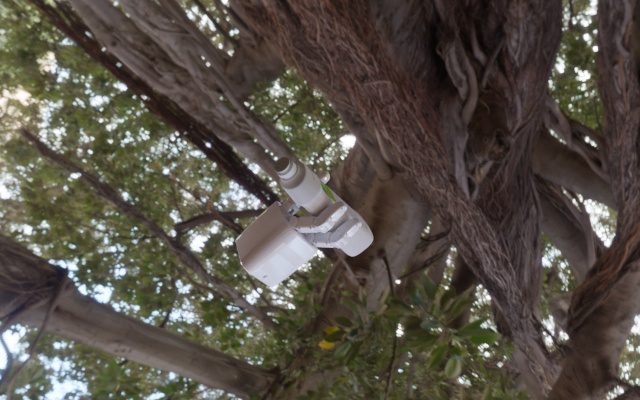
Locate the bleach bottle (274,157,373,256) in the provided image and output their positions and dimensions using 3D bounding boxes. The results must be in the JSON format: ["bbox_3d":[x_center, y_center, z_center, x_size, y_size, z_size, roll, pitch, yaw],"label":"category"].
[{"bbox_3d":[0.000,0.003,0.824,0.251,0.068,0.102,45,7,-45],"label":"bleach bottle"}]
